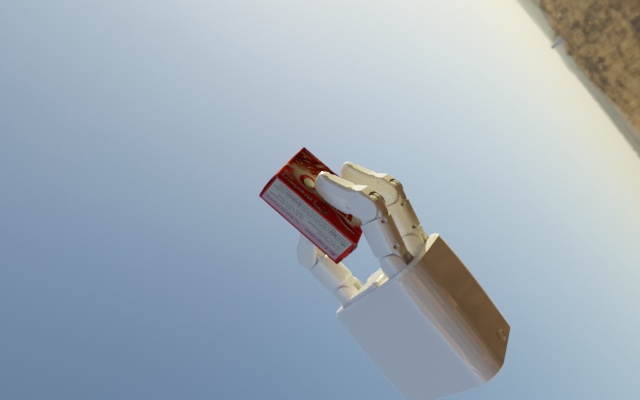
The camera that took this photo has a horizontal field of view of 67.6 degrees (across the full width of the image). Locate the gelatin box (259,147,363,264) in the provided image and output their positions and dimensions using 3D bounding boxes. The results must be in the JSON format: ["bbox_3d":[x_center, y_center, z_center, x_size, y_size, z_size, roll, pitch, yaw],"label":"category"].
[{"bbox_3d":[0.000,0.001,0.414,0.030,0.089,0.073,-47,4,30],"label":"gelatin box"}]
